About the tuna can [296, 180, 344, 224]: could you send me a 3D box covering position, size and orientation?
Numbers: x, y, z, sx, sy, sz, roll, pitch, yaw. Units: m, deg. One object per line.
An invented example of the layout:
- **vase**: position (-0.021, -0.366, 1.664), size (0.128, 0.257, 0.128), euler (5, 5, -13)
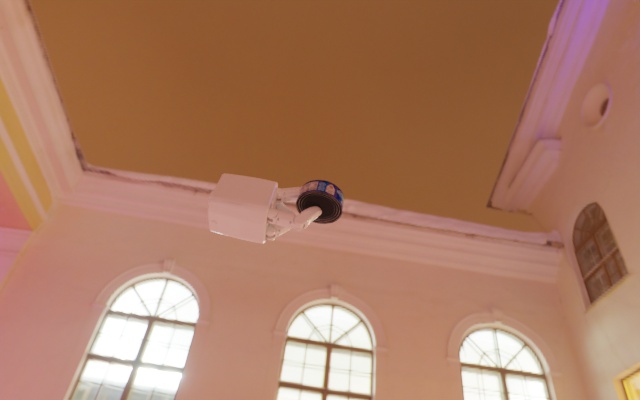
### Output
- **tuna can**: position (0.000, 0.002, 0.874), size (0.086, 0.033, 0.086), euler (8, -42, 7)
